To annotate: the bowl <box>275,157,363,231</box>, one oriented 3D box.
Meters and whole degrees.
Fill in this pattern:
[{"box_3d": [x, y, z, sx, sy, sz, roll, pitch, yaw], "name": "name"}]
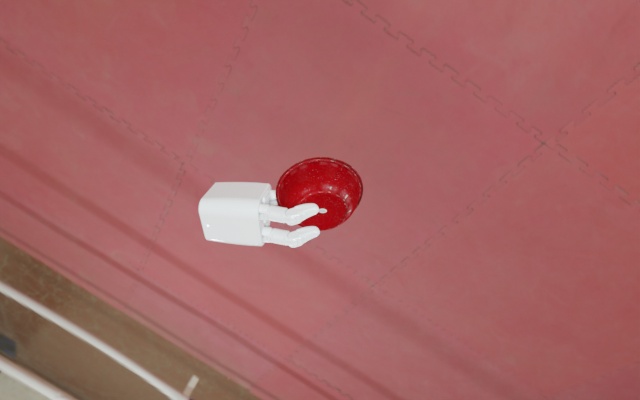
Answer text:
[{"box_3d": [0.001, 0.003, 0.855, 0.162, 0.162, 0.055, 0, 40, -6], "name": "bowl"}]
